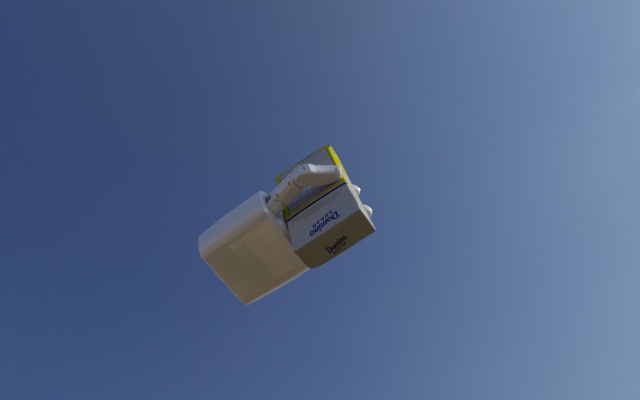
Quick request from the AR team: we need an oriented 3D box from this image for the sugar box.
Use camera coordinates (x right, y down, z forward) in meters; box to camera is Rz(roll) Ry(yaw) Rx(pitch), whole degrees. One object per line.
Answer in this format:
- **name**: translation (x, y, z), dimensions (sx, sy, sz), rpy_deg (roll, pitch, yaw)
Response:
- **sugar box**: translation (0.000, 0.002, 0.615), dimensions (0.093, 0.048, 0.176), rpy_deg (-33, 35, 9)
